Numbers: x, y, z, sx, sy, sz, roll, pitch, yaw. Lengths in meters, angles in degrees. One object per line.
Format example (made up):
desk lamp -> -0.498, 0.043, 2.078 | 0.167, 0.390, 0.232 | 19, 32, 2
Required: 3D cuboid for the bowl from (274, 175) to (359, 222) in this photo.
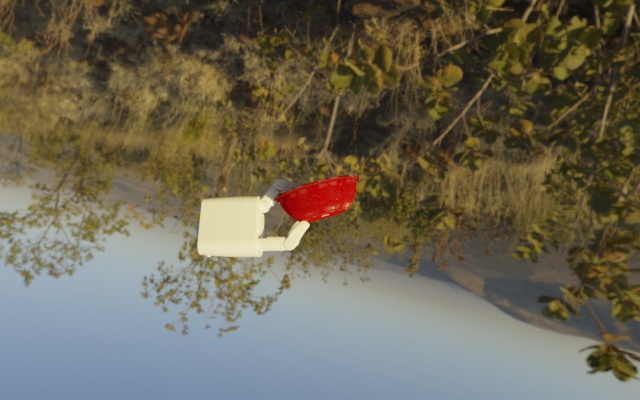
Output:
bowl -> 0.002, 0.003, 0.871 | 0.162, 0.055, 0.162 | -16, -7, -2
